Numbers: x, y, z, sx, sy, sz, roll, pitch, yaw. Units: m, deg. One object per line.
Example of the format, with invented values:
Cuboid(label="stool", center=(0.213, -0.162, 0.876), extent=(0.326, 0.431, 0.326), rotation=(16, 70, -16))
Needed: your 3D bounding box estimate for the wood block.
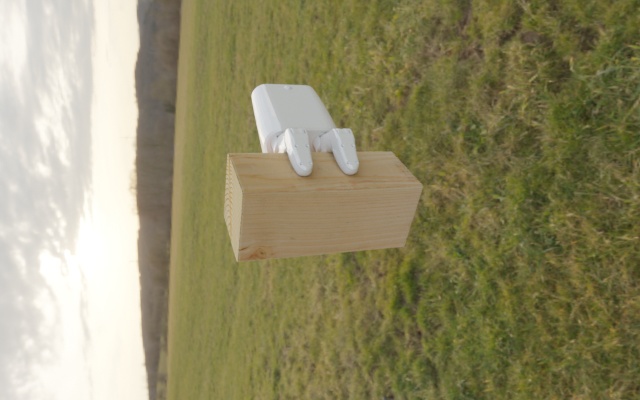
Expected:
Cuboid(label="wood block", center=(0.000, 0.002, 0.557), extent=(0.206, 0.091, 0.090), rotation=(-3, 35, -21))
